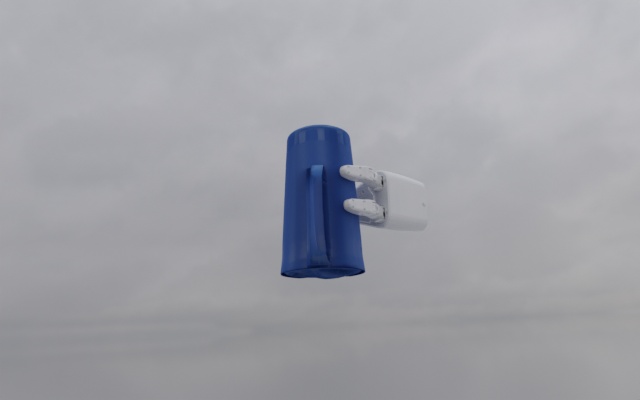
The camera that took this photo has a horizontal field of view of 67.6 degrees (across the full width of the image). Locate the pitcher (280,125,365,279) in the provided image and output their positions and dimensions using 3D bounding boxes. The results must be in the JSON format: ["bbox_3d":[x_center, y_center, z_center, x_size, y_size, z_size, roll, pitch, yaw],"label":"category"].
[{"bbox_3d":[0.000,0.003,0.770,0.145,0.242,0.149,10,-20,-38],"label":"pitcher"}]
